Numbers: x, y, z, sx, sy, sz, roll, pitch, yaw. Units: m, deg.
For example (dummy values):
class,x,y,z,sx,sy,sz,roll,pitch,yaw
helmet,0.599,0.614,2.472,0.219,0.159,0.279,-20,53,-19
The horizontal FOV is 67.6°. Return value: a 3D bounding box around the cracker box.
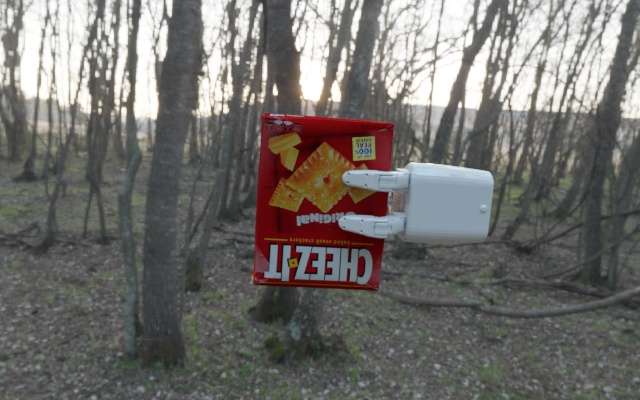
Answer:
class,x,y,z,sx,sy,sz,roll,pitch,yaw
cracker box,0.000,0.002,0.610,0.164,0.214,0.072,4,7,-5
